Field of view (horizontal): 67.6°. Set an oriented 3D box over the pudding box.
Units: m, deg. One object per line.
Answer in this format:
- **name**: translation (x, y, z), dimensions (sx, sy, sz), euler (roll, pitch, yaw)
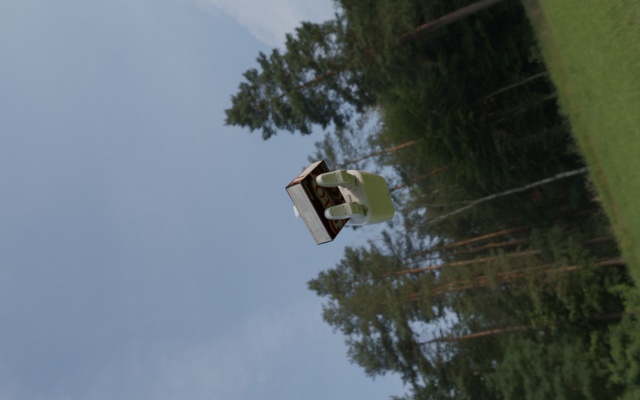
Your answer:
- **pudding box**: translation (0.000, 0.003, 0.782), dimensions (0.039, 0.113, 0.090), euler (-22, 15, 33)
